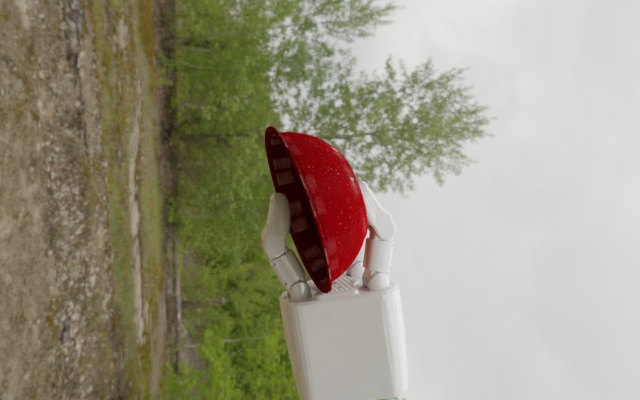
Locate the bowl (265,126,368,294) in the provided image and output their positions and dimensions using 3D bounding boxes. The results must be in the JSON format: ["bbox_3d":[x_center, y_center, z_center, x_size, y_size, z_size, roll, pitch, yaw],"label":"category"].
[{"bbox_3d":[0.000,0.000,0.445,0.055,0.162,0.162,-20,4,-12],"label":"bowl"}]
